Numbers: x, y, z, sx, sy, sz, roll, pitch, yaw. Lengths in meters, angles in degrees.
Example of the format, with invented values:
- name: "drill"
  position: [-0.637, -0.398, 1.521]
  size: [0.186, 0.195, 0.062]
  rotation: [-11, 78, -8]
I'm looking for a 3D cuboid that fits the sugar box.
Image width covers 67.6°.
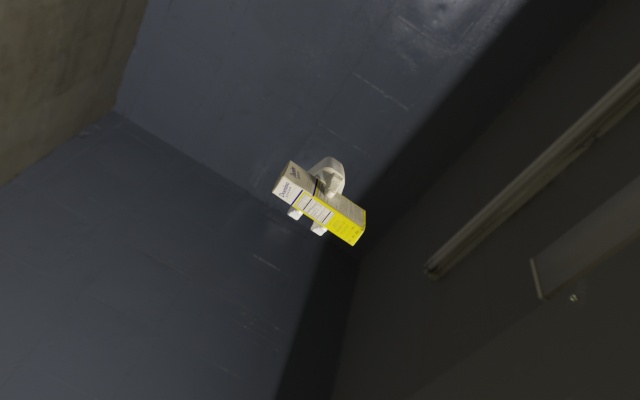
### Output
- name: "sugar box"
  position: [0.000, 0.003, 0.875]
  size: [0.176, 0.048, 0.093]
  rotation: [32, 21, -8]
